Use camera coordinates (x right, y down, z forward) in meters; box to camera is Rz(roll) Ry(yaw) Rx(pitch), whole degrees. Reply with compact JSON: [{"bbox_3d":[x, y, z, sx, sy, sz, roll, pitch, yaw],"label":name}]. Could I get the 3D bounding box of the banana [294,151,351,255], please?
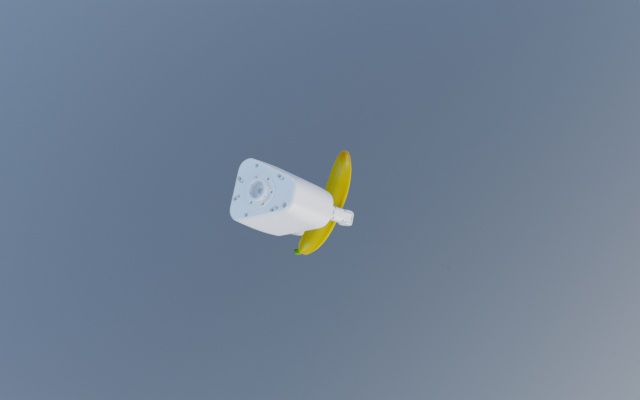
[{"bbox_3d":[0.007,0.012,0.783,0.037,0.198,0.069,23,9,-34],"label":"banana"}]
